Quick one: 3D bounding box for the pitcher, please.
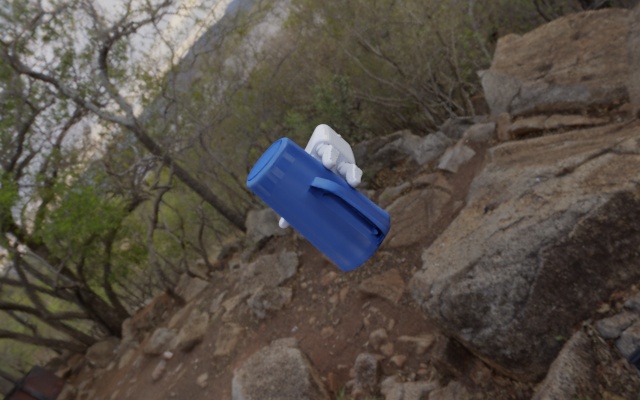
[{"bbox_3d":[0.000,0.003,0.827,0.243,0.149,0.145,39,23,-17],"label":"pitcher"}]
